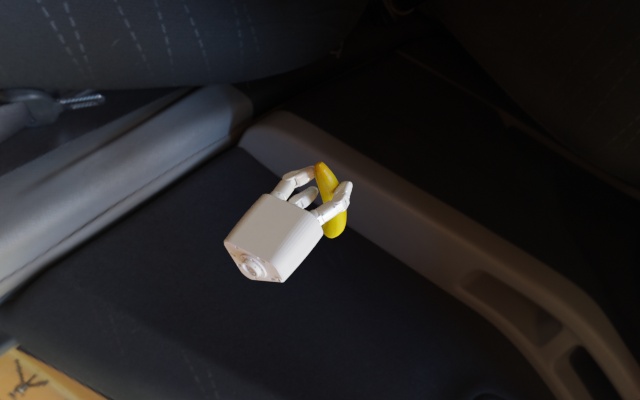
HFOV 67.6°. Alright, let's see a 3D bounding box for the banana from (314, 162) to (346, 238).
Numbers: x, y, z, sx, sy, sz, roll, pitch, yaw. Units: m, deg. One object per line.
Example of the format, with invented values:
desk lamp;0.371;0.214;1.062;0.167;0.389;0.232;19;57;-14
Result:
banana;0.015;0.013;0.838;0.069;0.037;0.198;30;-31;18
